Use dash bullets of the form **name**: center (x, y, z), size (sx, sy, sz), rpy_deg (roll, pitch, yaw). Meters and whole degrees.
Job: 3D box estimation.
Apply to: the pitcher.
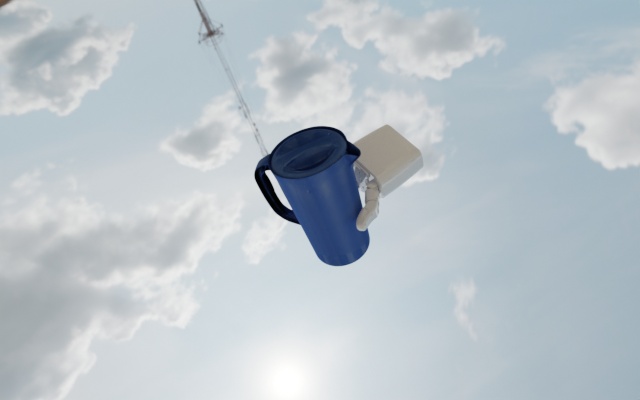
- **pitcher**: center (0.000, 0.003, 0.836), size (0.145, 0.243, 0.149), rpy_deg (-36, 42, -18)
